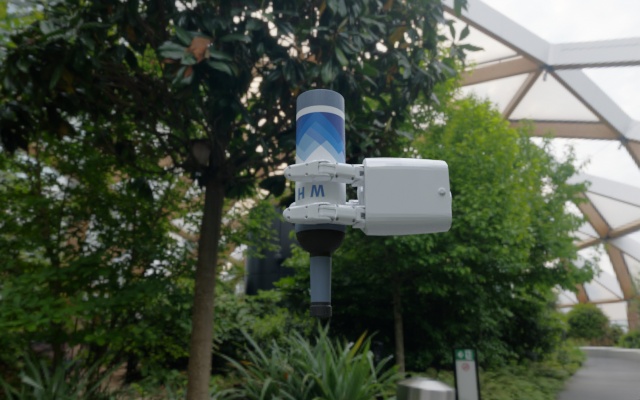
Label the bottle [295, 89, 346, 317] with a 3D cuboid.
[{"bbox_3d":[0.000,0.002,0.628,0.069,0.295,0.069,0,-16,0],"label":"bottle"}]
